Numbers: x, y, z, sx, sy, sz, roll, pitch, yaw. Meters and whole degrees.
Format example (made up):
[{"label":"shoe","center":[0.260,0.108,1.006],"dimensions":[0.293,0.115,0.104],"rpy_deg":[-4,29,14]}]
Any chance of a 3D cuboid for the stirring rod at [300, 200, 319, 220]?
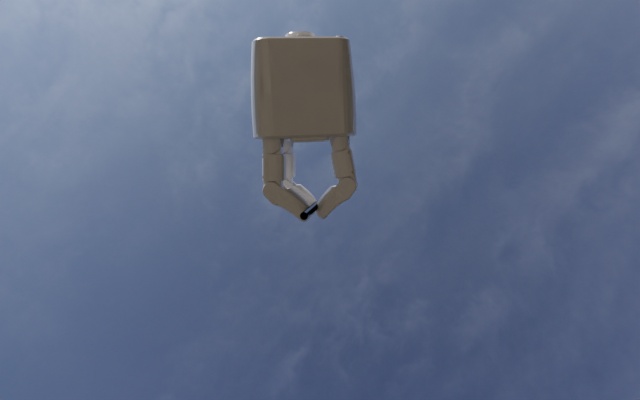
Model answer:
[{"label":"stirring rod","center":[0.000,0.002,0.589],"dimensions":[0.011,0.011,0.239],"rpy_deg":[0,6,8]}]
